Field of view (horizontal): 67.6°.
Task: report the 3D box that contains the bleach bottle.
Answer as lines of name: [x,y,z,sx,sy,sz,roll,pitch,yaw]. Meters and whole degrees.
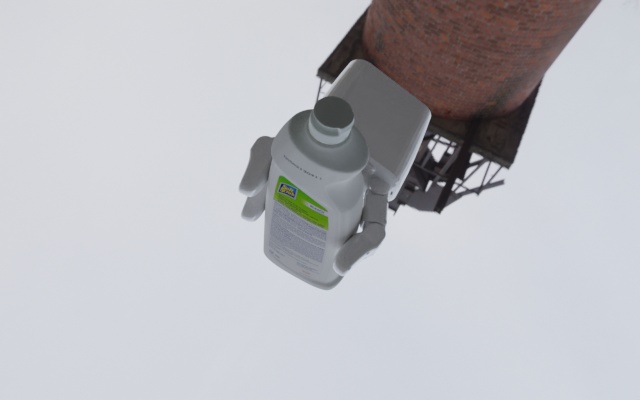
bleach bottle: [0.000,0.001,0.438,0.102,0.068,0.251,27,-29,6]
